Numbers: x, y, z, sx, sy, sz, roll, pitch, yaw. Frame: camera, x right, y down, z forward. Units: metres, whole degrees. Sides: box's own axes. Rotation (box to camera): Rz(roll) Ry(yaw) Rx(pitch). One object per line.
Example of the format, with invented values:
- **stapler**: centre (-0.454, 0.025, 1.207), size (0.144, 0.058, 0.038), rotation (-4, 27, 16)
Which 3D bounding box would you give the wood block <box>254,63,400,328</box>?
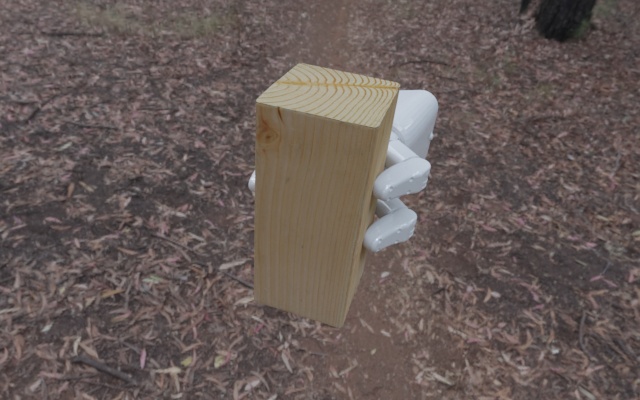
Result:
- **wood block**: centre (0.000, 0.001, 0.418), size (0.091, 0.206, 0.090), rotation (15, 37, 12)
